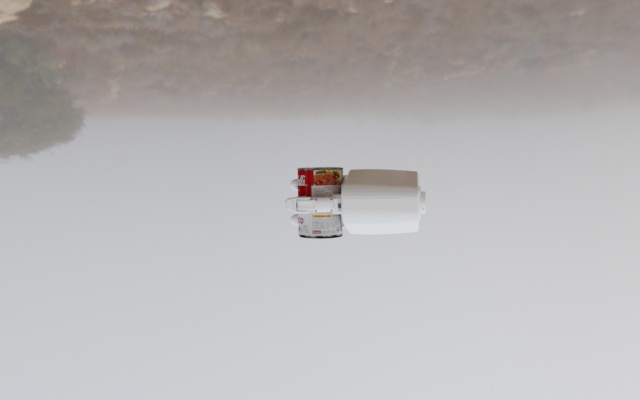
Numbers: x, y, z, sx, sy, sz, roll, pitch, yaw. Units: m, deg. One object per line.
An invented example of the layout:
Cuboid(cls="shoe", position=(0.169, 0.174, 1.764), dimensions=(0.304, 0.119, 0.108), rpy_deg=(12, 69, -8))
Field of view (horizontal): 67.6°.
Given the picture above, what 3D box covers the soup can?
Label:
Cuboid(cls="soup can", position=(0.000, 0.003, 0.707), dimensions=(0.068, 0.102, 0.068), rpy_deg=(-1, 3, 0))
